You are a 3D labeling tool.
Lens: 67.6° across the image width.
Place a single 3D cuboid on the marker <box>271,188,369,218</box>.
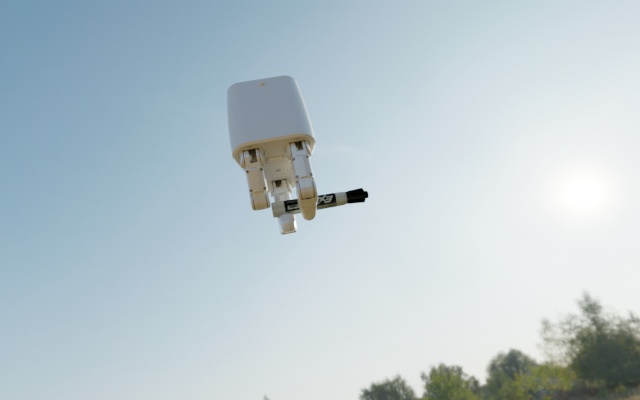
[{"bbox_3d":[0.000,0.002,0.590,0.121,0.020,0.020,-10,1,-7],"label":"marker"}]
